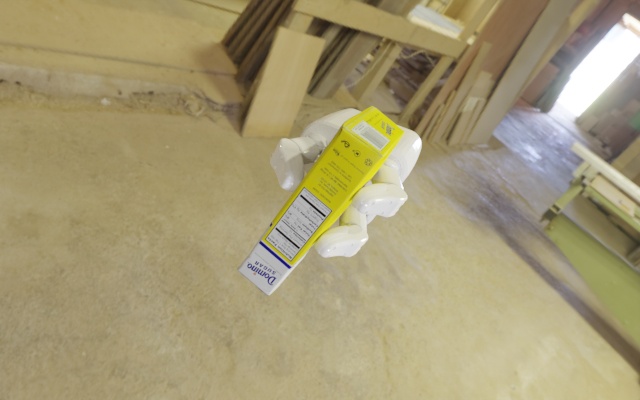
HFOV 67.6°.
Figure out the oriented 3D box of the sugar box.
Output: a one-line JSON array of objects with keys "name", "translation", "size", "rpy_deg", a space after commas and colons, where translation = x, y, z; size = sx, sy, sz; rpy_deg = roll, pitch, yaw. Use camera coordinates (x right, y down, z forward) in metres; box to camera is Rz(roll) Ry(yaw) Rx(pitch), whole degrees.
[{"name": "sugar box", "translation": [0.001, 0.002, 0.436], "size": [0.048, 0.176, 0.093], "rpy_deg": [38, 29, 5]}]
